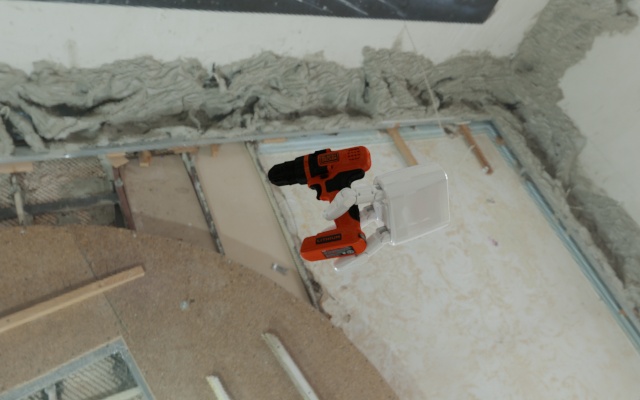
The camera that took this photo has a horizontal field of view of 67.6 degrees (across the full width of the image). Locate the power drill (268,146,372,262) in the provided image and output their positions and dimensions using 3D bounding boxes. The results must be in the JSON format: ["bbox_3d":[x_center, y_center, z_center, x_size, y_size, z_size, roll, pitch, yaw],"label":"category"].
[{"bbox_3d":[0.000,0.003,0.794,0.184,0.187,0.057,-11,-26,15],"label":"power drill"}]
